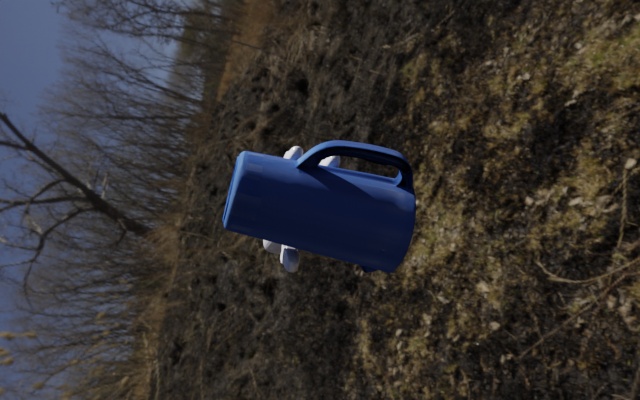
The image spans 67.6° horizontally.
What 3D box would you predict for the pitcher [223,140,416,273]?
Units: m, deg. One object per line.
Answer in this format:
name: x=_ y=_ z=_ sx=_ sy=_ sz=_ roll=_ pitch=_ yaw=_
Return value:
pitcher: x=0.000 y=0.002 z=0.646 sx=0.243 sy=0.149 sz=0.145 roll=13 pitch=-16 yaw=-12
